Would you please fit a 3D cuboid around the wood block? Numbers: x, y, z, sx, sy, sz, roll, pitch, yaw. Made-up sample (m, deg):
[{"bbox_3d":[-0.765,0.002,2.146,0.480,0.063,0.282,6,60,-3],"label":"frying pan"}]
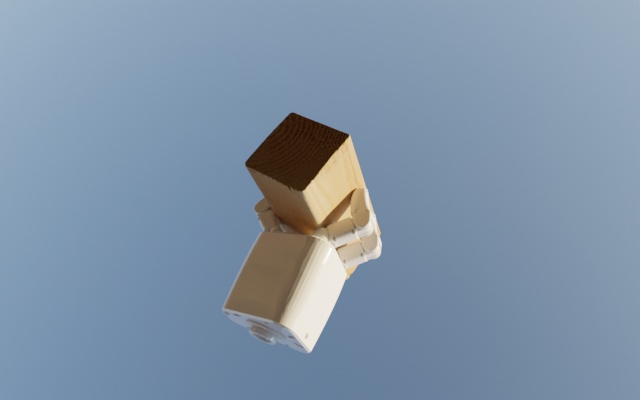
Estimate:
[{"bbox_3d":[0.000,0.002,0.600,0.091,0.090,0.206,26,-23,31],"label":"wood block"}]
